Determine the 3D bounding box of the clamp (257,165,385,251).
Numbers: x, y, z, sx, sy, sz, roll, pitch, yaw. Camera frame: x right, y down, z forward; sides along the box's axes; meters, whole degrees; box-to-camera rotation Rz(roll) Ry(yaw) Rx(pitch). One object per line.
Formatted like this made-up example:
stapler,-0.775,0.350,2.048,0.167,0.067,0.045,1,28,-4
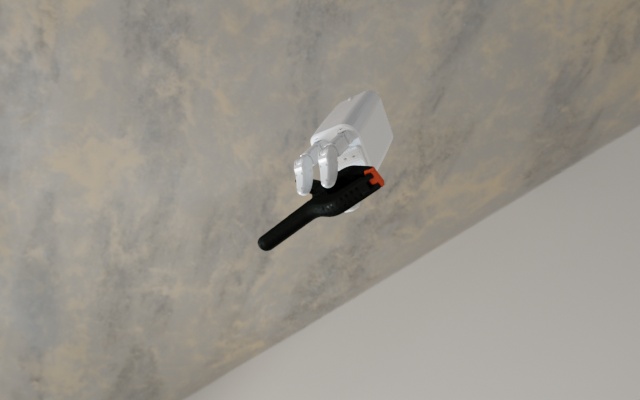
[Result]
clamp,0.001,0.003,0.711,0.210,0.036,0.164,-16,33,45
